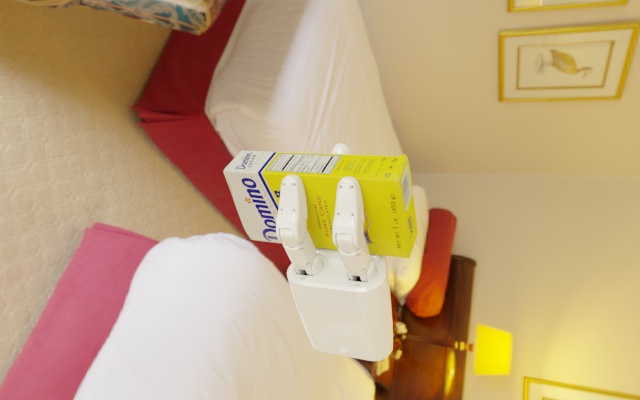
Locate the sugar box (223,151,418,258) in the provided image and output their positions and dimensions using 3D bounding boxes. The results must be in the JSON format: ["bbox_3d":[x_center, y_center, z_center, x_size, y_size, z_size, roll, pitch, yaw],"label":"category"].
[{"bbox_3d":[0.000,0.002,0.463,0.176,0.093,0.048,2,38,23],"label":"sugar box"}]
